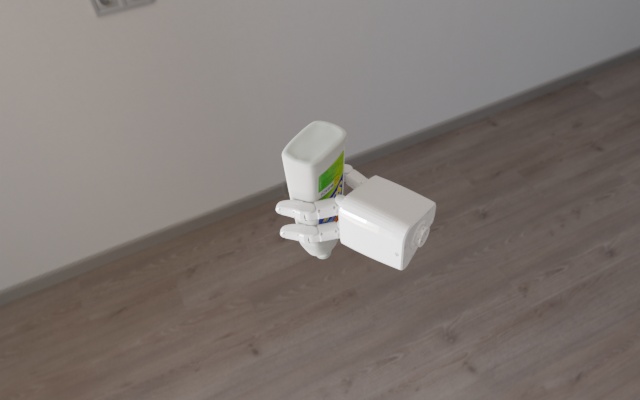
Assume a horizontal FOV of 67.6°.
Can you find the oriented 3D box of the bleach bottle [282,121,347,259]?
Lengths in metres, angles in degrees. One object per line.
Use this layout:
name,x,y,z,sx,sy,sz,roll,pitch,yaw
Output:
bleach bottle,0.000,0.003,0.764,0.068,0.251,0.102,26,55,27
